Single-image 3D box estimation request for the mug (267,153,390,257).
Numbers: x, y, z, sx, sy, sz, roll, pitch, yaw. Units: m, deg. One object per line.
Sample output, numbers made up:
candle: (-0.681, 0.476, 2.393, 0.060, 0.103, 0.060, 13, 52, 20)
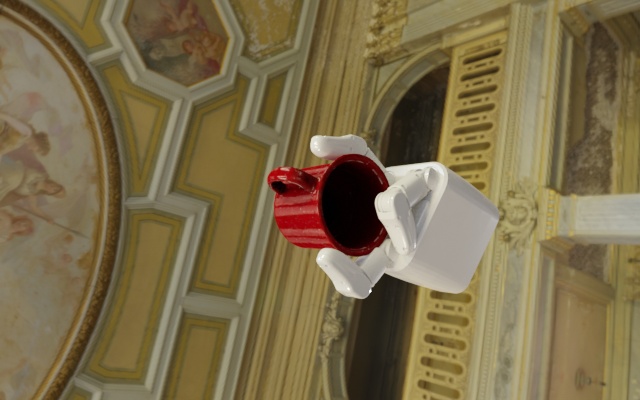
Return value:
mug: (-0.001, 0.001, 0.451, 0.117, 0.093, 0.081, 28, -20, -34)
